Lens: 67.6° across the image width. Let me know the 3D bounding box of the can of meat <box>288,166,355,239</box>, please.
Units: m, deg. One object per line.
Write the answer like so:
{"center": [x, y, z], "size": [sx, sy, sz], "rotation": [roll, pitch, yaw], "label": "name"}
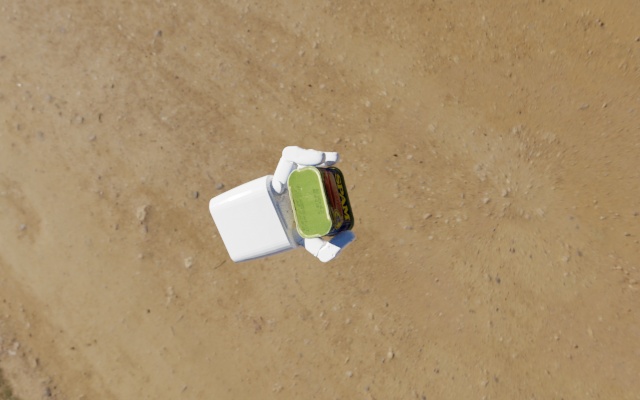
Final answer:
{"center": [0.000, 0.002, 0.668], "size": [0.057, 0.102, 0.084], "rotation": [-15, -5, 22], "label": "can of meat"}
